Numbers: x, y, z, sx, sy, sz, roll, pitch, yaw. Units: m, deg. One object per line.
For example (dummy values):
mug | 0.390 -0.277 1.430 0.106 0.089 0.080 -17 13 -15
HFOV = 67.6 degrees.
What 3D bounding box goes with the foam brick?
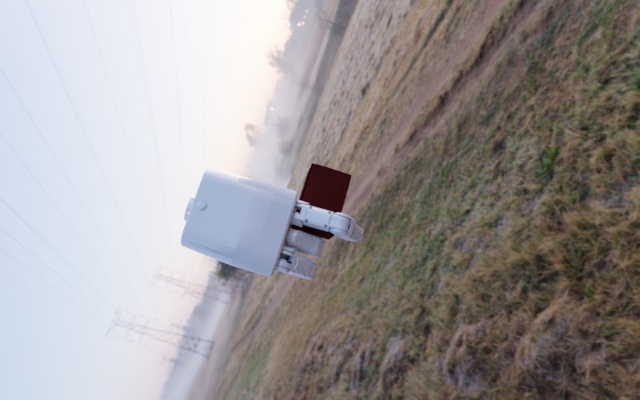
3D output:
foam brick | 0.000 0.002 0.578 0.051 0.078 0.053 17 -12 -3
